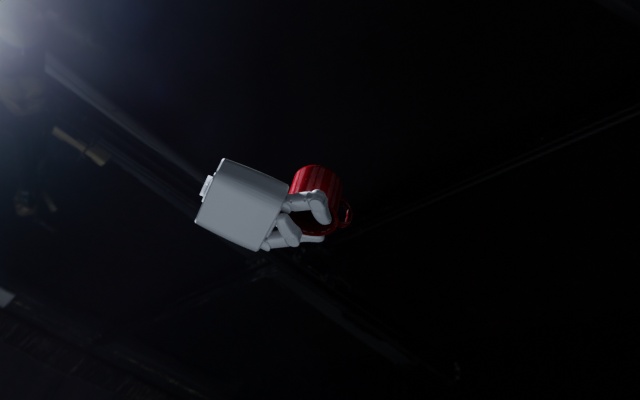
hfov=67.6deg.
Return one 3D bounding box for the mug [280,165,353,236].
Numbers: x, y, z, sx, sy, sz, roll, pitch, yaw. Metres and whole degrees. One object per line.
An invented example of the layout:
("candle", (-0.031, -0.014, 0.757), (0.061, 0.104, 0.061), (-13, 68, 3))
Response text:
("mug", (0.001, 0.003, 0.770), (0.117, 0.081, 0.093), (25, -42, -12))
